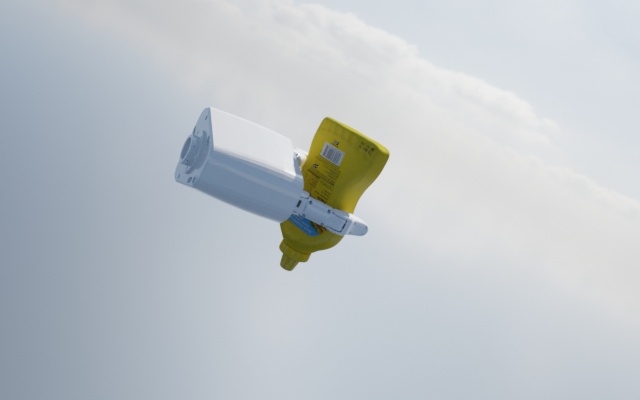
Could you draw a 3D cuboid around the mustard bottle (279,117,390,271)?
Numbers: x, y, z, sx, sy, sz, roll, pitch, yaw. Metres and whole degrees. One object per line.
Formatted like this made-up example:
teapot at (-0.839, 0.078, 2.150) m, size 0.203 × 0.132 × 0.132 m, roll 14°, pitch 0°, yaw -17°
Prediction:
mustard bottle at (0.000, 0.002, 0.581) m, size 0.096 × 0.192 × 0.058 m, roll 36°, pitch 14°, yaw 34°
